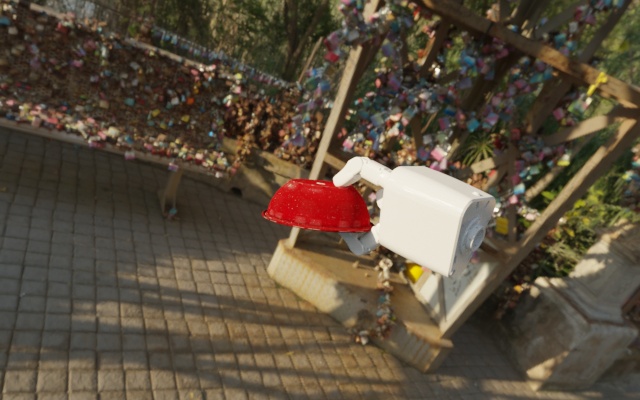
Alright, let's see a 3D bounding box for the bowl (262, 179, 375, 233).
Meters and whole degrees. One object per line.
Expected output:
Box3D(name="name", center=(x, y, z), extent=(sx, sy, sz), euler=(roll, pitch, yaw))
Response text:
Box3D(name="bowl", center=(-0.001, 0.002, 0.676), extent=(0.162, 0.055, 0.162), euler=(6, 7, -1))
